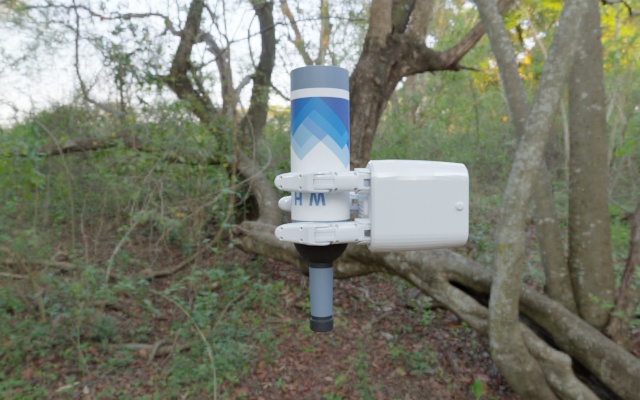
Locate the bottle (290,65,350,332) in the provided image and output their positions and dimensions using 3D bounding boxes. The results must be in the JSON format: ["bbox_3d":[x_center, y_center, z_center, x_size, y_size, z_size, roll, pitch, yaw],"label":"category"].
[{"bbox_3d":[0.000,0.002,0.546,0.069,0.296,0.069,-1,3,0],"label":"bottle"}]
